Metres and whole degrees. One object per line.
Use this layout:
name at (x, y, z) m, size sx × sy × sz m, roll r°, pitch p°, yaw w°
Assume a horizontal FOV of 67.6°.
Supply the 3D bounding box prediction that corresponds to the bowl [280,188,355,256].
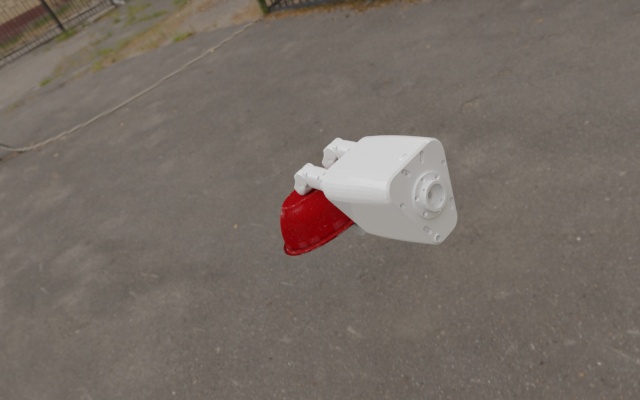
bowl at (-0.001, 0.002, 0.652) m, size 0.162 × 0.055 × 0.162 m, roll -34°, pitch 15°, yaw 10°
